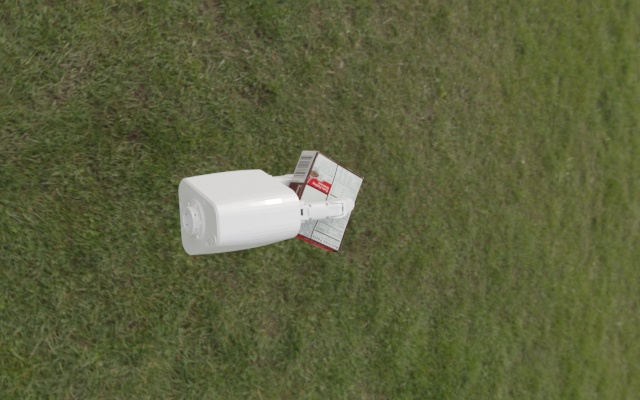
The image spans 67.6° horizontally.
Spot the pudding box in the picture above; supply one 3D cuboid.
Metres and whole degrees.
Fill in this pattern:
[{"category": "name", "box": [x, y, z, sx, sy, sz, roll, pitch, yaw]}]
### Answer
[{"category": "pudding box", "box": [0.000, 0.002, 0.633, 0.090, 0.113, 0.039, 28, -11, -35]}]
